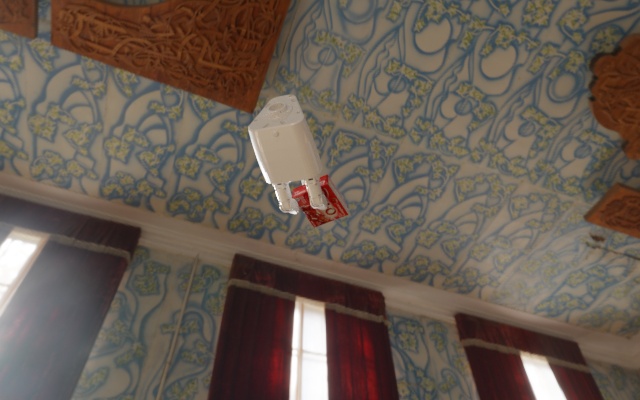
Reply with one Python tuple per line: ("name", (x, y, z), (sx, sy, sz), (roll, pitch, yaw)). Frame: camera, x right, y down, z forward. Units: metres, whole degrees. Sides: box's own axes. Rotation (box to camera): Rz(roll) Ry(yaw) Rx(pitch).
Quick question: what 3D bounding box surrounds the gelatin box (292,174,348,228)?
("gelatin box", (0.000, 0.003, 0.885), (0.073, 0.089, 0.030), (-22, 38, 16))
